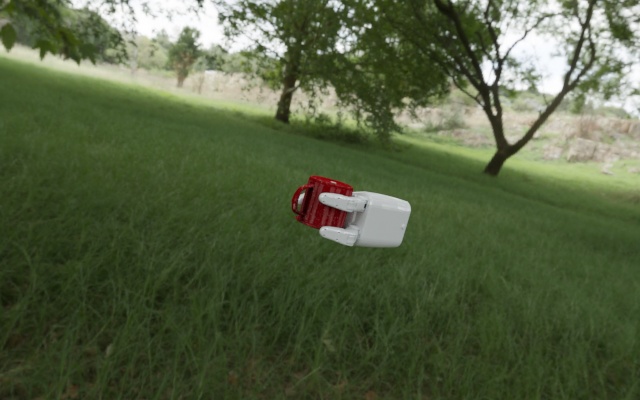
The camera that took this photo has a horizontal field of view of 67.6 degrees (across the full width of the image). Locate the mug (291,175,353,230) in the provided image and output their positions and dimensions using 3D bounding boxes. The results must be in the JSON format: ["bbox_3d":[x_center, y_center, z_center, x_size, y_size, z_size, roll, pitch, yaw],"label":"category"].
[{"bbox_3d":[-0.001,0.002,0.836,0.117,0.081,0.093,9,10,-36],"label":"mug"}]
